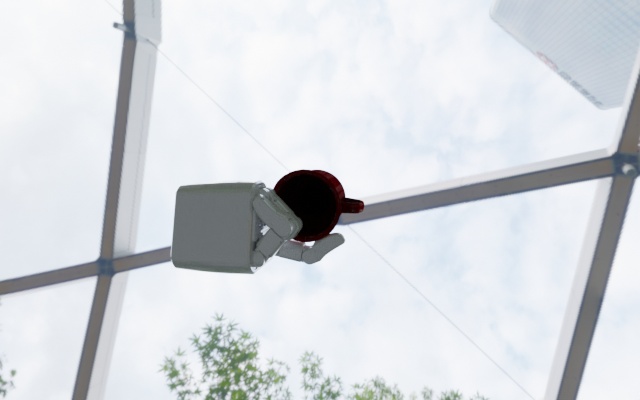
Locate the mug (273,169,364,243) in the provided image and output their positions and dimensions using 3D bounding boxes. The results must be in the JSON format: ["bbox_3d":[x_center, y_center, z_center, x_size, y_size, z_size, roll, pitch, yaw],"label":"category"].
[{"bbox_3d":[0.002,0.002,0.634,0.117,0.093,0.081,2,9,12],"label":"mug"}]
